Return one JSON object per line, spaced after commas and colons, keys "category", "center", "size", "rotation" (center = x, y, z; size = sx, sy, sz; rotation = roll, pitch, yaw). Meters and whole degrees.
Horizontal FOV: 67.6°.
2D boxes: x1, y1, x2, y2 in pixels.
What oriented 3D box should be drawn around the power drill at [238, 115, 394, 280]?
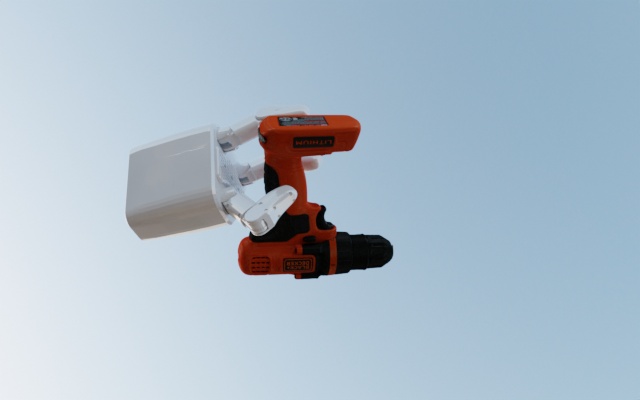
{"category": "power drill", "center": [0.000, 0.001, 0.531], "size": [0.184, 0.188, 0.057], "rotation": [-2, 24, -11]}
